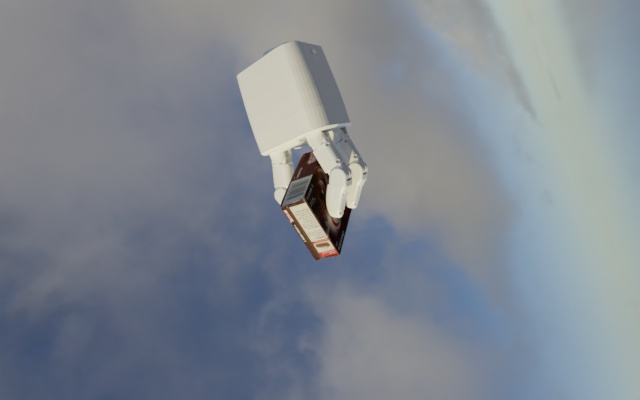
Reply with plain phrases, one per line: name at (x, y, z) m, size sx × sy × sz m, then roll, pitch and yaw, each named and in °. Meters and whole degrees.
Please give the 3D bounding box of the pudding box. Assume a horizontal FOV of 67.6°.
pudding box at (0.000, 0.002, 0.583) m, size 0.039 × 0.090 × 0.113 m, roll -16°, pitch 32°, yaw 28°
